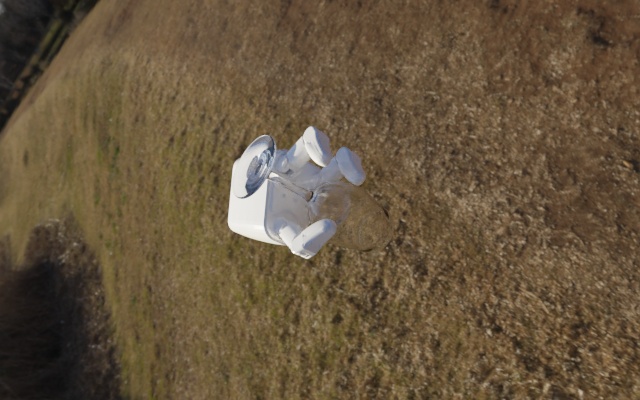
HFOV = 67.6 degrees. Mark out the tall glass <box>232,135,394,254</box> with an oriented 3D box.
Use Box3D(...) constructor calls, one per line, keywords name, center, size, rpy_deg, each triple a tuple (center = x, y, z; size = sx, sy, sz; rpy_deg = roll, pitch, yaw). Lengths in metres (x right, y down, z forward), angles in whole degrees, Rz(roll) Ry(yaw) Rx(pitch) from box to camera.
Box3D(name="tall glass", center=(0.000, 0.002, 0.562), size=(0.201, 0.079, 0.079), rpy_deg=(28, -17, -35))
